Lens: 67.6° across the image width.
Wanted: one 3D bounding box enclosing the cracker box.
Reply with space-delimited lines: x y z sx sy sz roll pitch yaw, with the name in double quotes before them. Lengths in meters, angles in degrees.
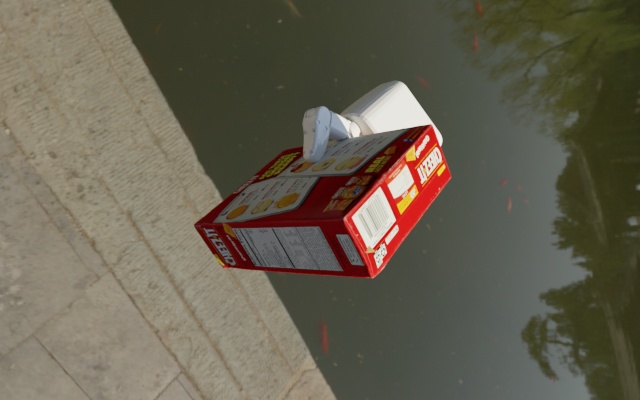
"cracker box" 0.000 0.001 0.491 0.214 0.072 0.164 -5 30 44
